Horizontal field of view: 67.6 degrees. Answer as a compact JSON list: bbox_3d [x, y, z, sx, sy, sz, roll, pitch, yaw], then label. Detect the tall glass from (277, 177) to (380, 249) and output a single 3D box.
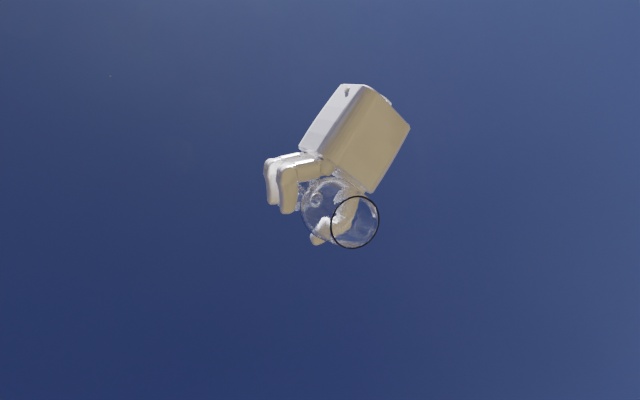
[{"bbox_3d":[0.000,0.002,0.616,0.079,0.079,0.201,0,14,-24],"label":"tall glass"}]
